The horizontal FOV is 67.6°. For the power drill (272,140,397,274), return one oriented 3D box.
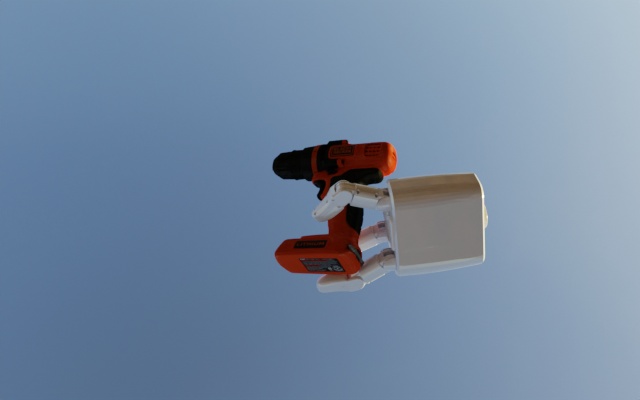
[{"bbox_3d":[0.000,0.002,0.629,0.184,0.187,0.057,-3,-34,27],"label":"power drill"}]
